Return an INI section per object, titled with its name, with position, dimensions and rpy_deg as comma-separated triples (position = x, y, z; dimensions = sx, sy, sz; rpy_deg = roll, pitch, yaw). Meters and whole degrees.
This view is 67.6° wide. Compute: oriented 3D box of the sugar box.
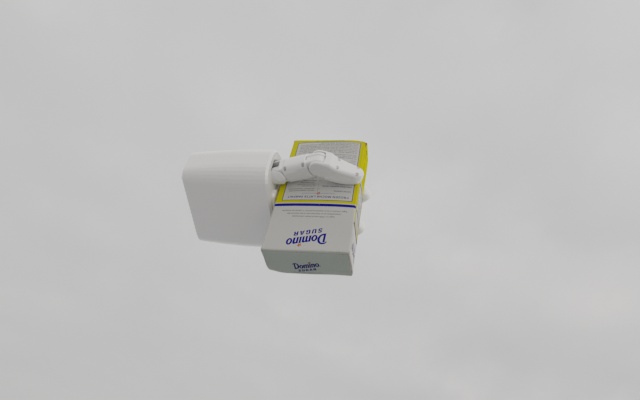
[sugar box]
position = 0.000, 0.002, 0.540
dimensions = 0.093, 0.176, 0.048
rpy_deg = 2, -42, 13
